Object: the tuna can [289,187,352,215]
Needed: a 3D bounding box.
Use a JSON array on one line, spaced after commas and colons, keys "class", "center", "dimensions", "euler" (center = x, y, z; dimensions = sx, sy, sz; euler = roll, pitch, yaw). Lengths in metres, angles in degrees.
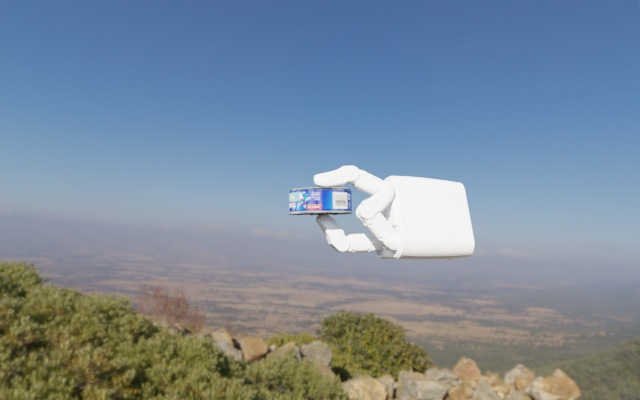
[{"class": "tuna can", "center": [0.000, 0.002, 0.647], "dimensions": [0.086, 0.034, 0.086], "euler": [-1, -3, 0]}]
